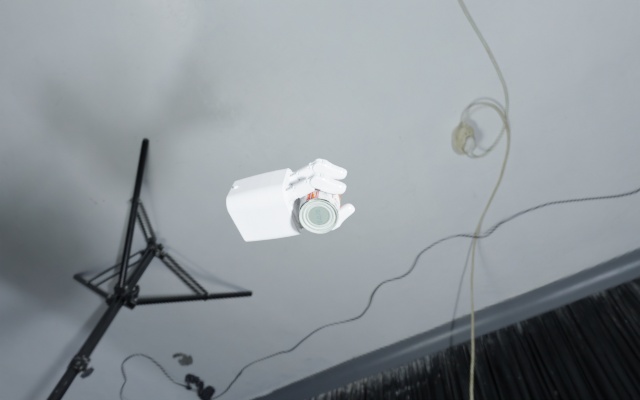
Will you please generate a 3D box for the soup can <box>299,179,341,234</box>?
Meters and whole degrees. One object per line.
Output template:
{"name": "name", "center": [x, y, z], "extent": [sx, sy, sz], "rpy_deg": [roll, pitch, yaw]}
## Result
{"name": "soup can", "center": [0.001, 0.003, 0.820], "extent": [0.068, 0.068, 0.102], "rpy_deg": [0, 28, 5]}
